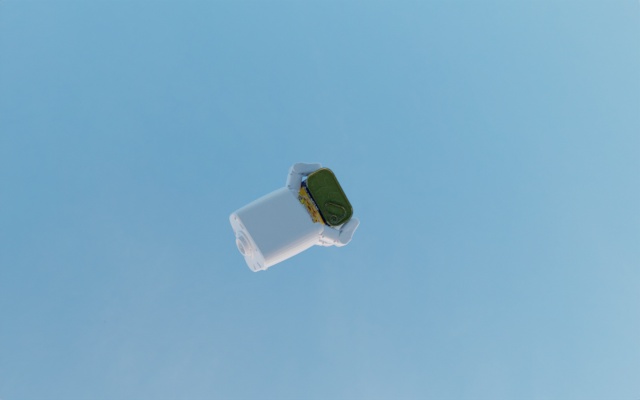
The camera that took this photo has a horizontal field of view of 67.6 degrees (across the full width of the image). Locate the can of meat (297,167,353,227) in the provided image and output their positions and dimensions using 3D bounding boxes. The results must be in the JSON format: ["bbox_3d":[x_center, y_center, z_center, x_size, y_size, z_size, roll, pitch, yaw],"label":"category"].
[{"bbox_3d":[0.000,0.003,0.848,0.057,0.102,0.084,-29,0,-28],"label":"can of meat"}]
